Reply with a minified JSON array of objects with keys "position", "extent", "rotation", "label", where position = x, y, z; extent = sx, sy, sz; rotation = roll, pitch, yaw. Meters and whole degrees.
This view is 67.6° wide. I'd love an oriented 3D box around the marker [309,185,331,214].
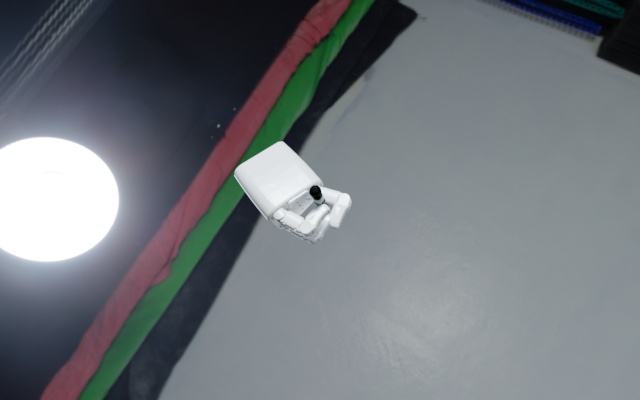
[{"position":[0.000,0.003,0.774],"extent":[0.020,0.020,0.121],"rotation":[0,-18,9],"label":"marker"}]
